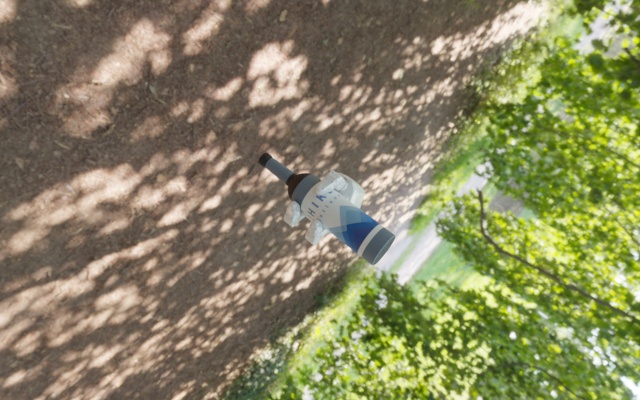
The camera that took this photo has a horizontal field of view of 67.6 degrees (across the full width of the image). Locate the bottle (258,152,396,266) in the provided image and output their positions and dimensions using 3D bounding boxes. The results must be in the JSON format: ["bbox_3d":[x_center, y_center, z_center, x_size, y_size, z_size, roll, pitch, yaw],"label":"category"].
[{"bbox_3d":[0.000,0.003,0.877,0.295,0.069,0.069,37,13,18],"label":"bottle"}]
